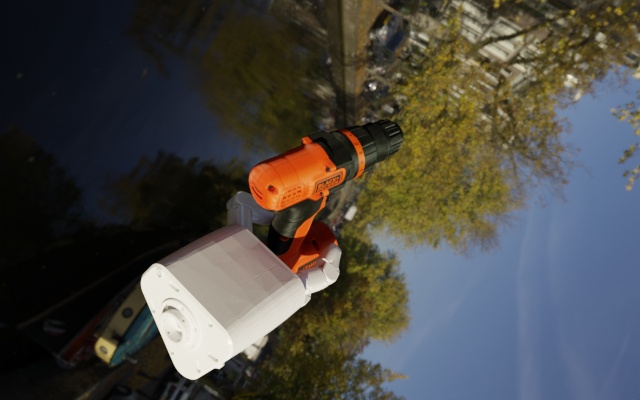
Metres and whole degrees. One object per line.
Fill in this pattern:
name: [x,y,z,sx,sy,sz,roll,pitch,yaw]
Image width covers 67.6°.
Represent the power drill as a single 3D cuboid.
power drill: [0.000,0.002,0.527,0.184,0.188,0.057,-23,57,-30]
